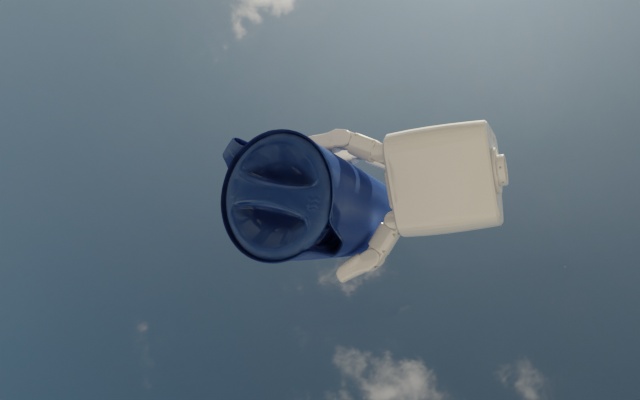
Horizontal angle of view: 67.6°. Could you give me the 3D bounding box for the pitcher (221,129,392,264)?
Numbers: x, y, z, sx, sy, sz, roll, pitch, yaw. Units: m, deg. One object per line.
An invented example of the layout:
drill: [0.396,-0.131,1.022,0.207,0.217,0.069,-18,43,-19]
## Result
pitcher: [0.000,0.002,0.571,0.145,0.149,0.243,-11,-12,26]
